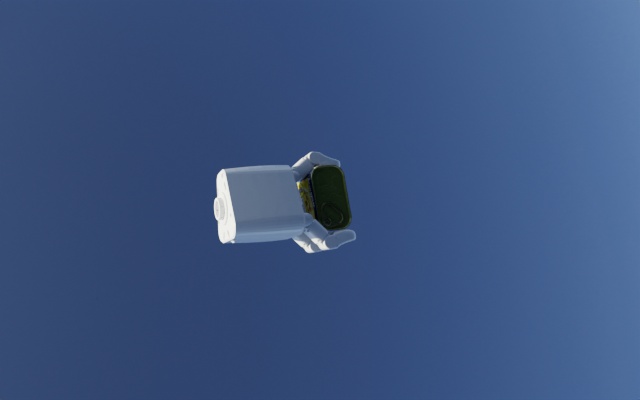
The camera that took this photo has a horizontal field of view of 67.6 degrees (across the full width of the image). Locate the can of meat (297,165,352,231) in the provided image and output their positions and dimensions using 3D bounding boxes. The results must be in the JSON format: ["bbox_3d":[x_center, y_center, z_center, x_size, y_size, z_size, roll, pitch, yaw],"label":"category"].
[{"bbox_3d":[0.000,0.002,0.764,0.057,0.102,0.084,-6,-8,-27],"label":"can of meat"}]
